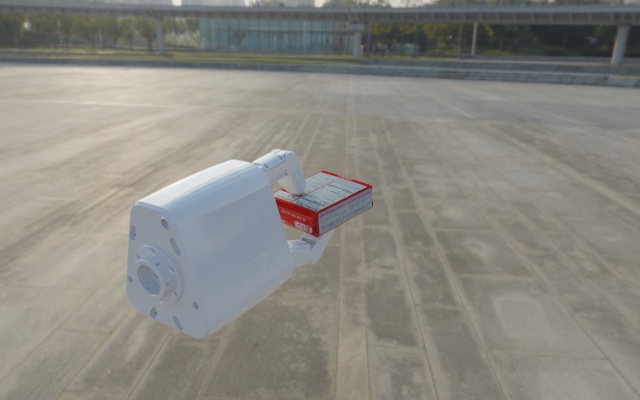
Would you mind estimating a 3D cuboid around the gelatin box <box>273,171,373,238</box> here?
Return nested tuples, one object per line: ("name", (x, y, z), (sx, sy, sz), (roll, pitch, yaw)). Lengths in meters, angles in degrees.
("gelatin box", (0.000, 0.001, 0.506), (0.073, 0.030, 0.089), (19, 34, 41))
